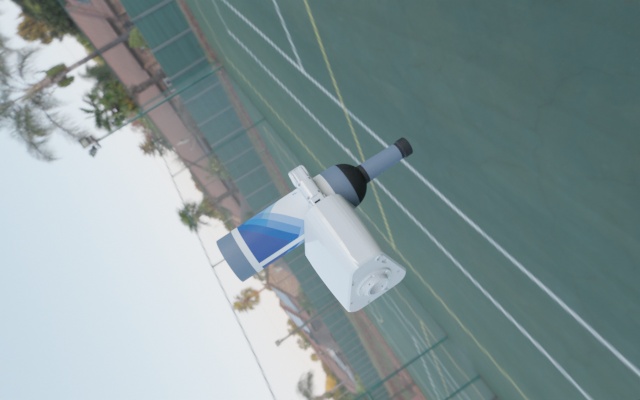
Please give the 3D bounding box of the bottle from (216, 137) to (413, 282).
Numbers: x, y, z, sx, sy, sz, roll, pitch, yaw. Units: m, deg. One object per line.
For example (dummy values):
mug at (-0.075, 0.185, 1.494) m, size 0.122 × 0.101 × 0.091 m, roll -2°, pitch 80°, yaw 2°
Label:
bottle at (0.000, 0.002, 0.658) m, size 0.295 × 0.069 × 0.069 m, roll -33°, pitch 4°, yaw -6°
